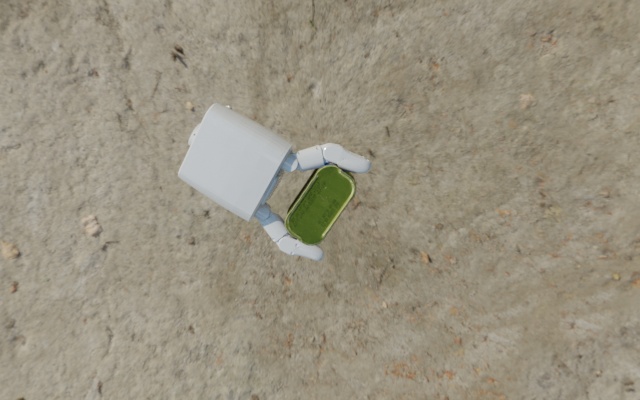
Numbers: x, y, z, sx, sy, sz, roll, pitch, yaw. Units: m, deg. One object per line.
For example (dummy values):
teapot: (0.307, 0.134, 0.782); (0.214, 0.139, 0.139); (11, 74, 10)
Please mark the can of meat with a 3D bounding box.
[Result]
can of meat: (0.000, 0.002, 0.587); (0.057, 0.102, 0.084); (34, 5, -3)
